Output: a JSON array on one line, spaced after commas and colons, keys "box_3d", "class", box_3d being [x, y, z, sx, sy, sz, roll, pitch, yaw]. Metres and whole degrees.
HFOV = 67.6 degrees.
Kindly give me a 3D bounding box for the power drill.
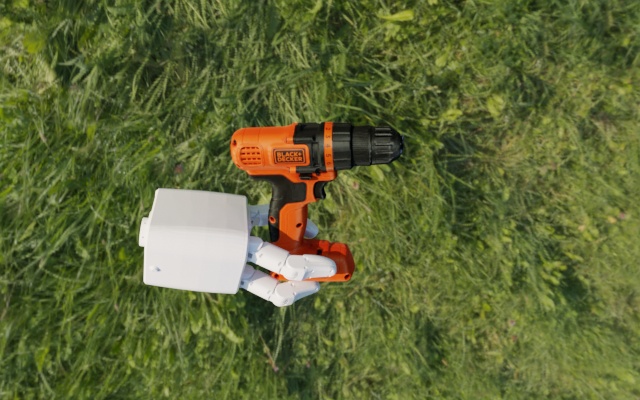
[{"box_3d": [0.000, 0.002, 0.543, 0.184, 0.188, 0.057, 0, 27, 7], "class": "power drill"}]
